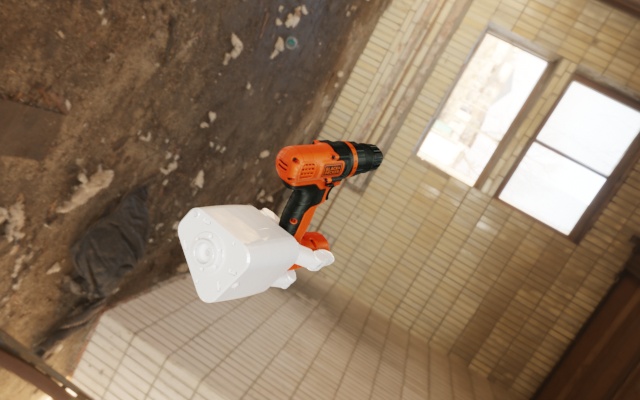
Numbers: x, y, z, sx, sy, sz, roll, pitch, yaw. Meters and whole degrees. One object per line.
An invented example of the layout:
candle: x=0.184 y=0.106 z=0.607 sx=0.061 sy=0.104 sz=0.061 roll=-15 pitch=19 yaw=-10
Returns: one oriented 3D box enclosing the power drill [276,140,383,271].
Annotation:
power drill: x=0.000 y=0.003 z=0.680 sx=0.184 sy=0.188 sz=0.057 roll=-7 pitch=34 yaw=-41
